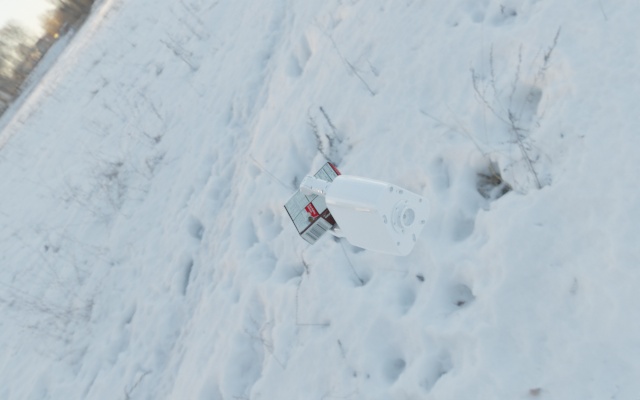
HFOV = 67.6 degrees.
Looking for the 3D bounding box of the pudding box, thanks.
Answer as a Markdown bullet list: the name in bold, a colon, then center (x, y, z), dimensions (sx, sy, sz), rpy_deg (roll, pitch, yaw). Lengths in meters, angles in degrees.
- **pudding box**: center (0.000, 0.003, 0.786), dimensions (0.039, 0.113, 0.090), rpy_deg (41, 10, -38)
